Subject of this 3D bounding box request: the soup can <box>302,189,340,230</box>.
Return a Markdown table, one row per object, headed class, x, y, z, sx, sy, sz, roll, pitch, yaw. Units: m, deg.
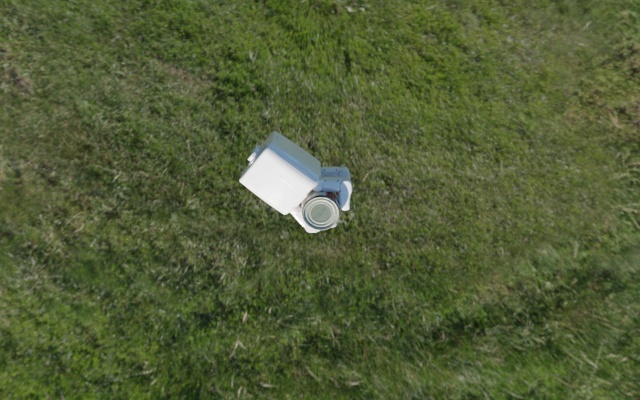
| class | x | y | z | sx | sy | sz | roll | pitch | yaw |
| --- | --- | --- | --- | --- | --- | --- | --- | --- | --- |
| soup can | 0.000 | 0.003 | 0.872 | 0.068 | 0.068 | 0.102 | 0 | 23 | -1 |
